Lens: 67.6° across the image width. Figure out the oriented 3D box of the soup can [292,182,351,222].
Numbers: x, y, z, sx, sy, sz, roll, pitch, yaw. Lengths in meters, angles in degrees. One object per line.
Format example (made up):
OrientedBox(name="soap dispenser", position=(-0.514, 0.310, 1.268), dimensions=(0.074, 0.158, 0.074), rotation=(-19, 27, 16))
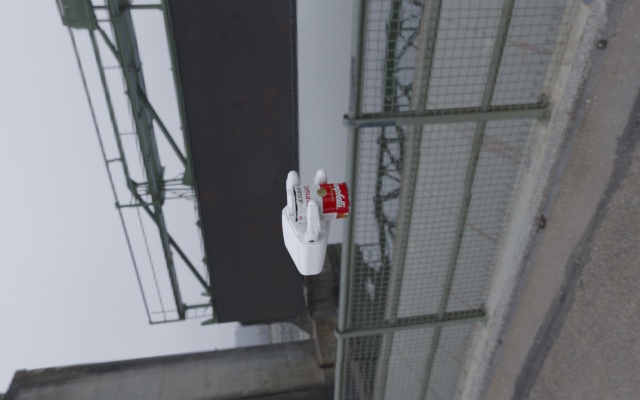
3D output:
OrientedBox(name="soup can", position=(0.000, 0.003, 0.892), dimensions=(0.102, 0.068, 0.068), rotation=(-5, 1, -7))
